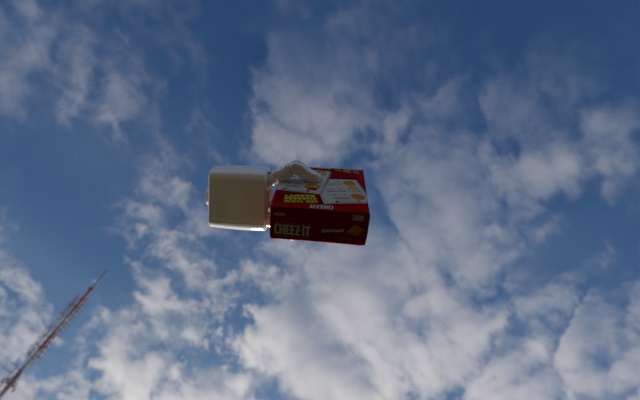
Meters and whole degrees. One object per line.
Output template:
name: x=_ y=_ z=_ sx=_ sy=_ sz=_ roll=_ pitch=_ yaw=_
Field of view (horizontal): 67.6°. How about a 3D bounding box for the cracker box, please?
cracker box: x=0.000 y=0.003 z=0.877 sx=0.164 sy=0.072 sz=0.213 roll=4 pitch=23 yaw=0
